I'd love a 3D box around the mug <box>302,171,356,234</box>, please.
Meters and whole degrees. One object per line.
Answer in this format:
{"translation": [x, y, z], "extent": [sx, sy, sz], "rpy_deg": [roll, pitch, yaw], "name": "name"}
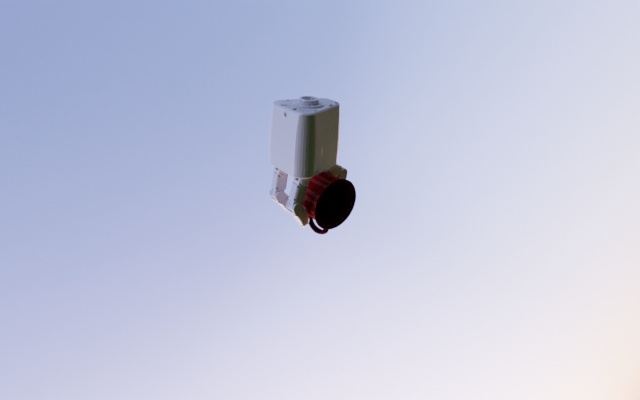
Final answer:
{"translation": [0.000, 0.004, 0.839], "extent": [0.093, 0.117, 0.081], "rpy_deg": [-15, 33, -37], "name": "mug"}
